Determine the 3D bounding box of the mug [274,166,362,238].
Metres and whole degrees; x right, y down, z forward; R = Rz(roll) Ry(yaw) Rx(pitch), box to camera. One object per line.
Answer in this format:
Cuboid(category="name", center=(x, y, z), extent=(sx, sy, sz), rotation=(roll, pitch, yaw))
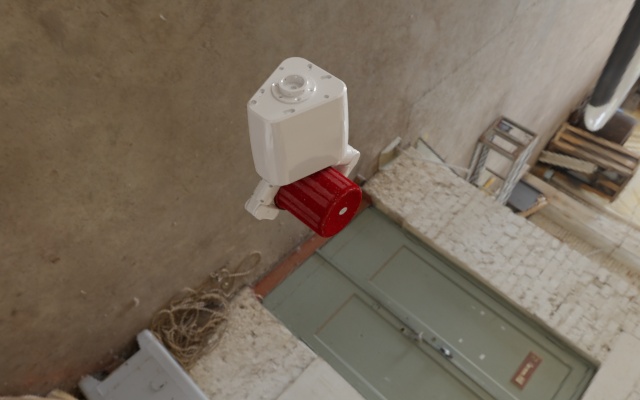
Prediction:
Cuboid(category="mug", center=(0.000, 0.003, 0.638), extent=(0.081, 0.093, 0.117), rotation=(37, -26, 25))
